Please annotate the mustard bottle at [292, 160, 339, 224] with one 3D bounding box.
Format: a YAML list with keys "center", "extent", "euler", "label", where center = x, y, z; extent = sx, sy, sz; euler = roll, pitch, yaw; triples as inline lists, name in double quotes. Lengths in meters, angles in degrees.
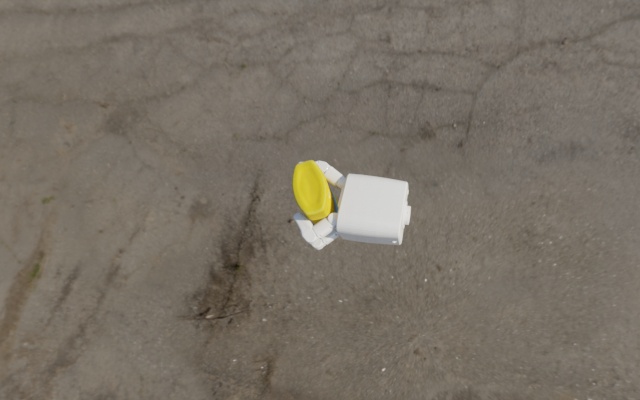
- center: [0.000, 0.003, 0.865]
  extent: [0.058, 0.096, 0.192]
  euler: [-17, -18, 7]
  label: "mustard bottle"
